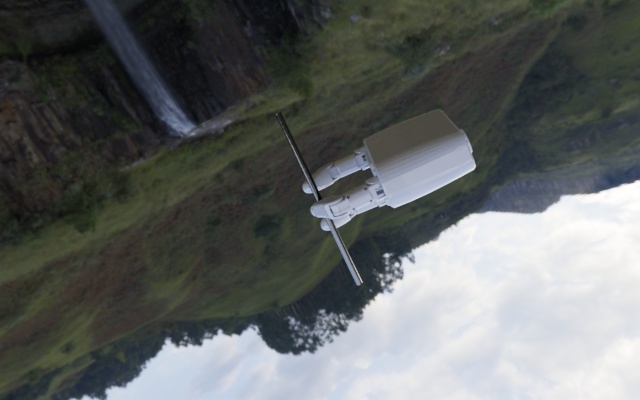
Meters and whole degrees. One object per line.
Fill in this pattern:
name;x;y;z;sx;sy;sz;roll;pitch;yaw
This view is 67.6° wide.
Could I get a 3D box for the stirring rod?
stirring rod;0.000;0.002;0.594;0.011;0.239;0.011;-24;12;6
